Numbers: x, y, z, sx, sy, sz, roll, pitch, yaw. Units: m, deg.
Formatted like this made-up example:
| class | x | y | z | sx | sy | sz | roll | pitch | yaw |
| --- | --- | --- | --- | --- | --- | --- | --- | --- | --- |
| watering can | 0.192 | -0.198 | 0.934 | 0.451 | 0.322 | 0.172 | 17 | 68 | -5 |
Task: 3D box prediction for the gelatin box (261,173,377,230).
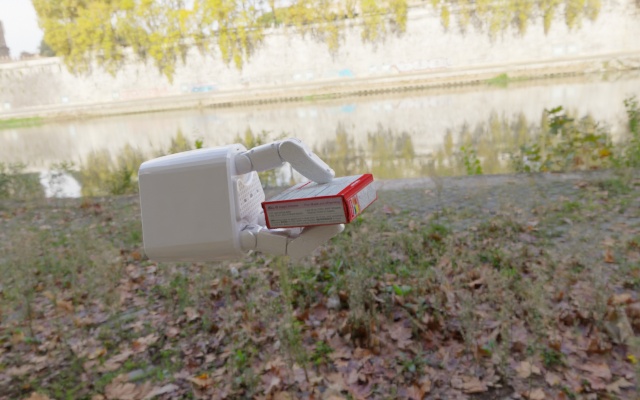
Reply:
| class | x | y | z | sx | sy | sz | roll | pitch | yaw |
| --- | --- | --- | --- | --- | --- | --- | --- | --- | --- |
| gelatin box | 0.000 | 0.001 | 0.456 | 0.089 | 0.030 | 0.073 | -7 | 14 | 28 |
